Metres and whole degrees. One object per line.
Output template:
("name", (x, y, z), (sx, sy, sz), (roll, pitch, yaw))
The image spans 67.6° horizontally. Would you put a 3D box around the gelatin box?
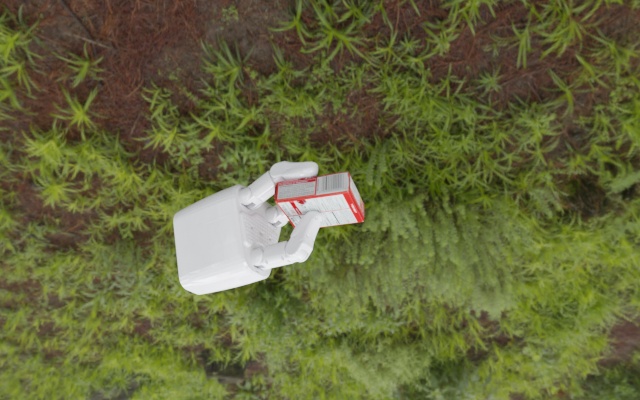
("gelatin box", (0.000, 0.002, 0.557), (0.089, 0.030, 0.073), (-8, -32, 16))
